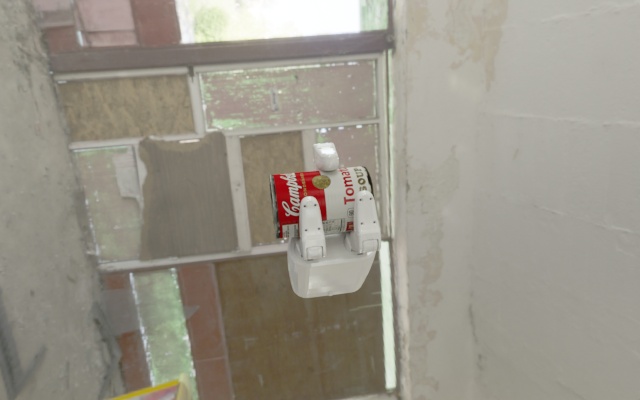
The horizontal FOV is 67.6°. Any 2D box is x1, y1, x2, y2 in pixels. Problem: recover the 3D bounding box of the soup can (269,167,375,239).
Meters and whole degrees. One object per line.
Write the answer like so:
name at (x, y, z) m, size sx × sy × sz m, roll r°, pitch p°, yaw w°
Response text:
soup can at (0.000, 0.001, 0.502) m, size 0.102 × 0.068 × 0.068 m, roll -6°, pitch 1°, yaw -7°
